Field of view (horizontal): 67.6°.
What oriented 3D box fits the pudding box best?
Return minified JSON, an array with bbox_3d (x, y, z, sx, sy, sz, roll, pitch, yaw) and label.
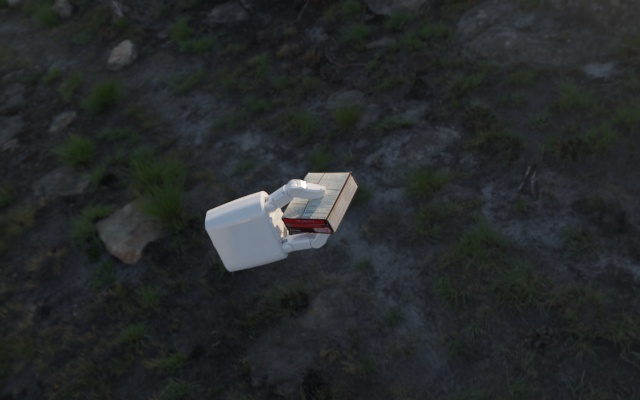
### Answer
[{"bbox_3d":[0.000,0.002,0.781,0.090,0.113,0.039,2,-42,32],"label":"pudding box"}]
